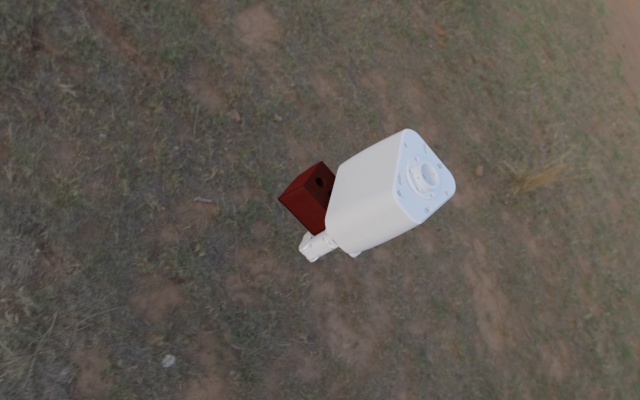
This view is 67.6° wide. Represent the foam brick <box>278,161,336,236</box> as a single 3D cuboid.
[{"bbox_3d":[0.000,0.002,0.578,0.051,0.078,0.053,-29,19,46],"label":"foam brick"}]
